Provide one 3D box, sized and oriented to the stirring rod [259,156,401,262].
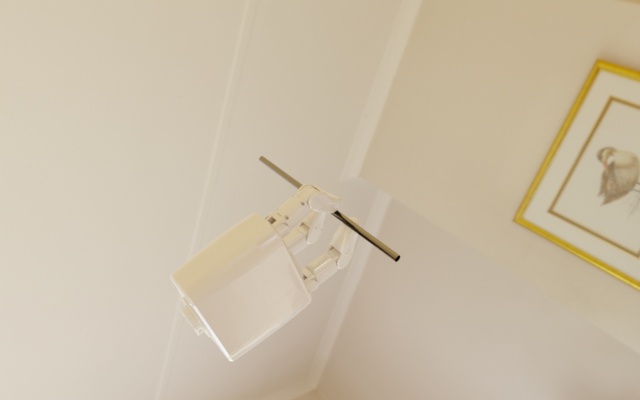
[{"bbox_3d":[0.000,0.002,0.549,0.011,0.011,0.239,0,28,-47],"label":"stirring rod"}]
